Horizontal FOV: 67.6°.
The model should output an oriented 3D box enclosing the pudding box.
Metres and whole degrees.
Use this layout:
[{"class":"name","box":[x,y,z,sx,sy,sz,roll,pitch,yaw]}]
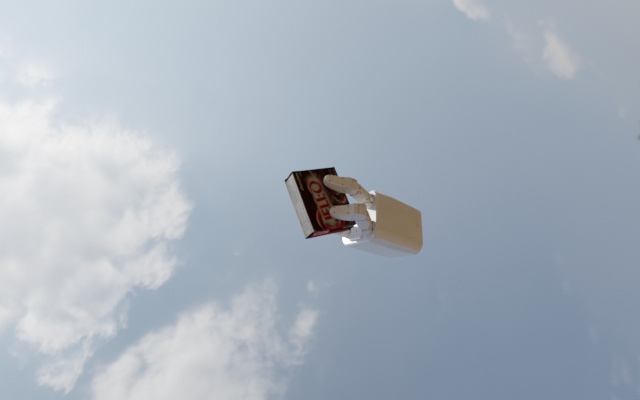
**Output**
[{"class":"pudding box","box":[0.000,0.003,0.804,0.090,0.113,0.039,-9,-23,-37]}]
